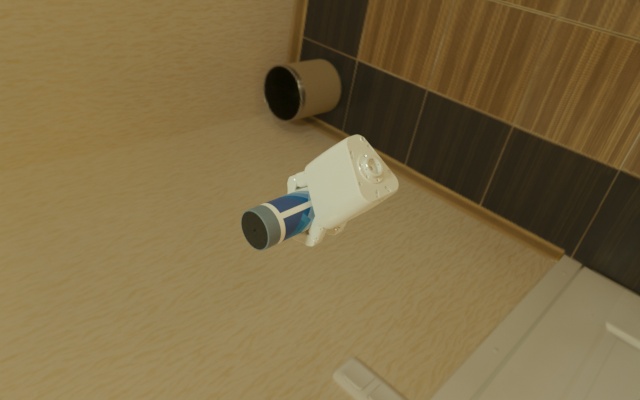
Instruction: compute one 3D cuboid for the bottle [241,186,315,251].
[{"bbox_3d":[0.000,0.003,0.821,0.069,0.069,0.295,0,17,45],"label":"bottle"}]
